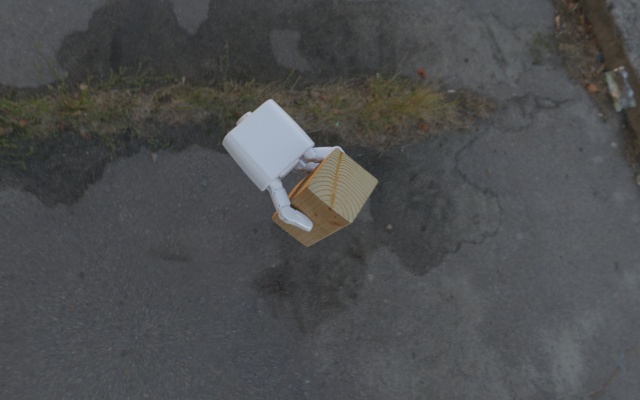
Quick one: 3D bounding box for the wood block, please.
[{"bbox_3d":[0.000,0.003,0.825,0.090,0.090,0.206,39,-25,-7],"label":"wood block"}]
